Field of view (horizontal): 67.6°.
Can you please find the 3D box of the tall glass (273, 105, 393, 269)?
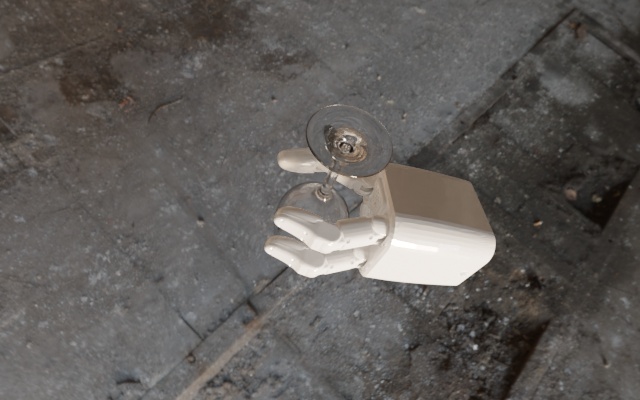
[{"bbox_3d":[0.000,0.001,0.469,0.079,0.079,0.201,0,-31,-17],"label":"tall glass"}]
